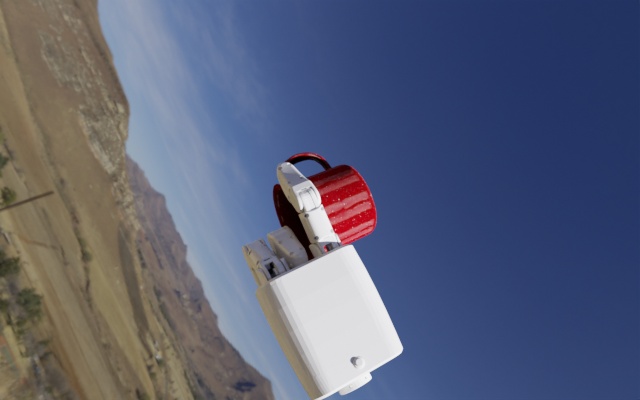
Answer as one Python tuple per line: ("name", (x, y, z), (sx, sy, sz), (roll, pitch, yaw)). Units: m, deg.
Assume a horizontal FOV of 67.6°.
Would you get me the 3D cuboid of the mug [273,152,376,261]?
("mug", (0.000, 0.000, 0.509), (0.081, 0.117, 0.093), (-23, -15, -18))
